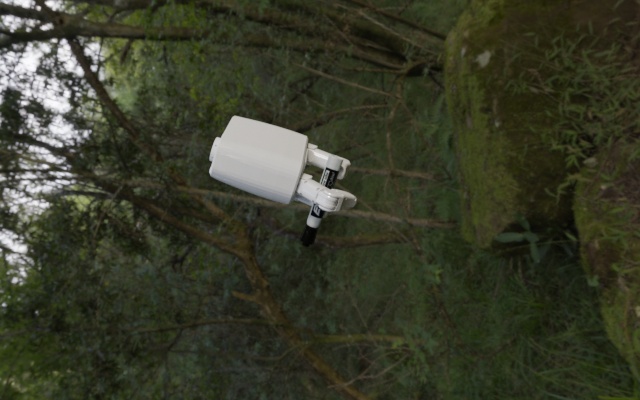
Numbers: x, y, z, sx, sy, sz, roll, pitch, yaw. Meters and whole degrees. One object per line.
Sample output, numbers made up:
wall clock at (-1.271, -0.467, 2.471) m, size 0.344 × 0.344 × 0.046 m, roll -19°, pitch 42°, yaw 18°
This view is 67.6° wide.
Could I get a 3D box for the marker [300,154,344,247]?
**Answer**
marker at (0.000, 0.002, 0.596) m, size 0.020 × 0.121 × 0.020 m, roll 18°, pitch 14°, yaw -5°
